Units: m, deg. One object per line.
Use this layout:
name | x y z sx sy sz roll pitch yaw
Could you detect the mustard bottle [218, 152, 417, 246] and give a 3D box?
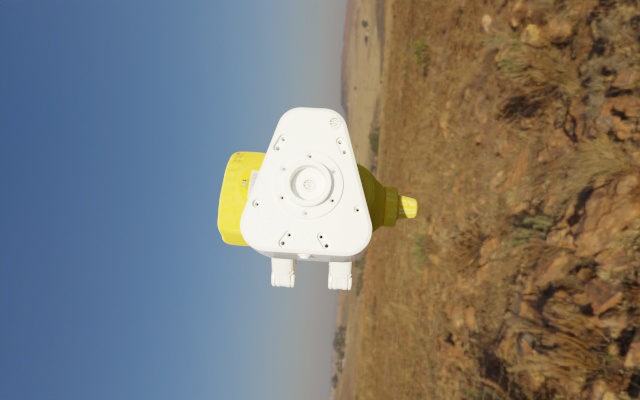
mustard bottle | 0.000 0.002 0.481 0.191 0.096 0.058 3 -32 2
